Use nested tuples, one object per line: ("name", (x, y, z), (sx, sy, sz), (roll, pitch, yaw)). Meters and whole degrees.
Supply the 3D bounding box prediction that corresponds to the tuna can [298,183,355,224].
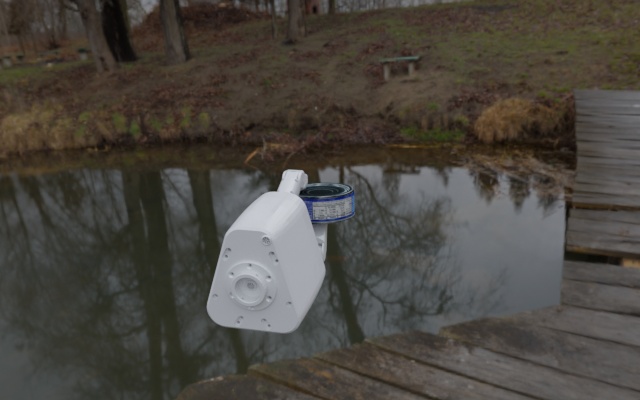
("tuna can", (0.000, 0.001, 0.596), (0.086, 0.034, 0.086), (-2, 14, 0))
